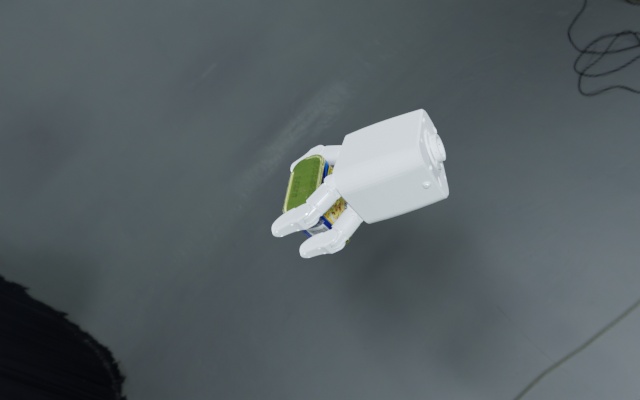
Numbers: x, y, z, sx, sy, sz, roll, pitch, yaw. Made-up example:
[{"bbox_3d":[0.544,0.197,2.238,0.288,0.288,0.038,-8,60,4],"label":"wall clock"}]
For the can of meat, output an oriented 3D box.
[{"bbox_3d":[0.000,0.002,0.632,0.057,0.102,0.084,-15,-41,30],"label":"can of meat"}]
